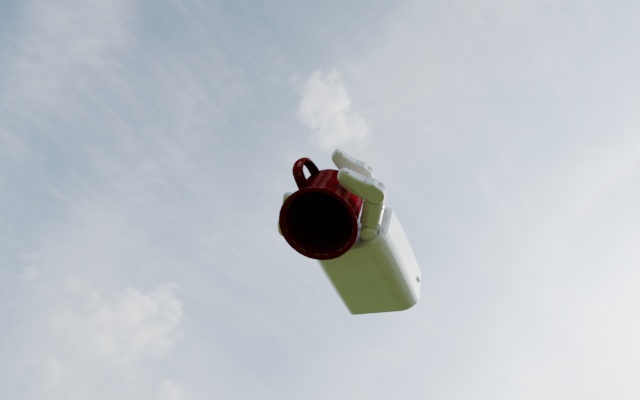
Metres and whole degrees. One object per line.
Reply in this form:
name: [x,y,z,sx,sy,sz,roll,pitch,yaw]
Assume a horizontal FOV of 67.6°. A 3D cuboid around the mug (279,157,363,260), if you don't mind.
mug: [-0.001,0.001,0.574,0.093,0.117,0.081,-23,17,23]
